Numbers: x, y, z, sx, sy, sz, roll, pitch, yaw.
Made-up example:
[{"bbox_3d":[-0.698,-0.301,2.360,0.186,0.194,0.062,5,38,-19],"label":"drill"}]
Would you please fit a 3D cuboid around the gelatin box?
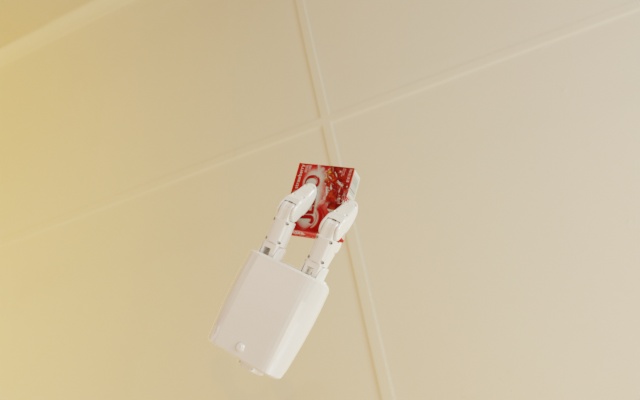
[{"bbox_3d":[0.000,0.002,0.568,0.073,0.089,0.030,7,-22,23],"label":"gelatin box"}]
